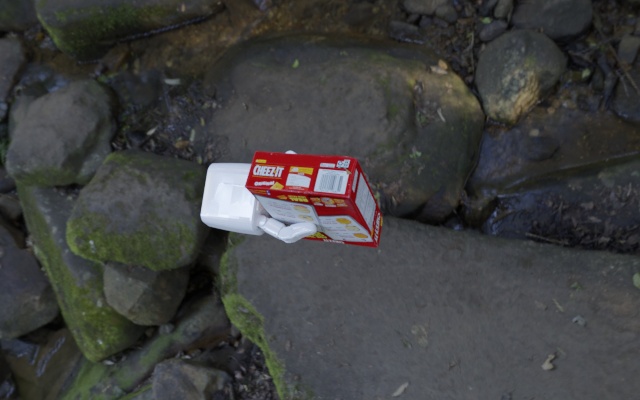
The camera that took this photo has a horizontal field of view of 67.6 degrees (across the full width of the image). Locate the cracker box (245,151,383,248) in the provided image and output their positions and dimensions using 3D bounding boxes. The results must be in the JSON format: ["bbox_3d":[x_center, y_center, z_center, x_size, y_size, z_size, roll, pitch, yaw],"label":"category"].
[{"bbox_3d":[0.000,0.003,0.769,0.164,0.072,0.214,5,-22,20],"label":"cracker box"}]
